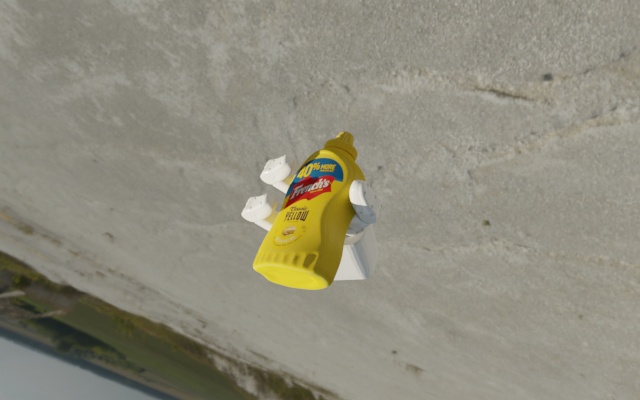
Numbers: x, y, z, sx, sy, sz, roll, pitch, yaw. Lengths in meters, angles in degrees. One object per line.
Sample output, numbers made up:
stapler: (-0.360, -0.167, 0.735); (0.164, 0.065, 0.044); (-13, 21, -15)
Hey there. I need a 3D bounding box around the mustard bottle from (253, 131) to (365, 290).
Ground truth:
mustard bottle: (0.000, 0.002, 0.534); (0.096, 0.191, 0.058); (-5, -37, 43)
